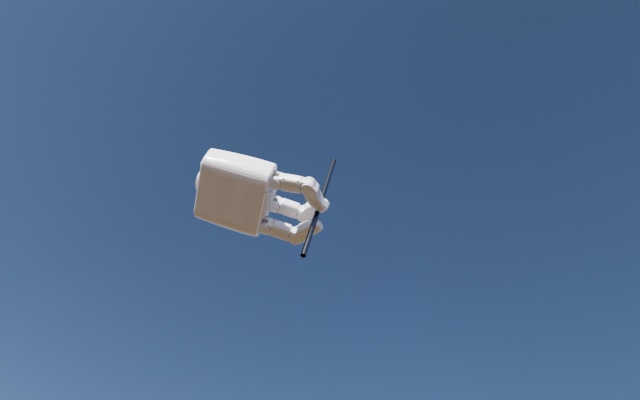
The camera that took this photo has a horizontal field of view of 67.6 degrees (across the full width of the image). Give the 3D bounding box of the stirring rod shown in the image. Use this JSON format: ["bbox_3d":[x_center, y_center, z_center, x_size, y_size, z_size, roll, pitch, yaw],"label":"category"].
[{"bbox_3d":[0.000,0.002,0.749,0.011,0.011,0.239,0,38,15],"label":"stirring rod"}]
